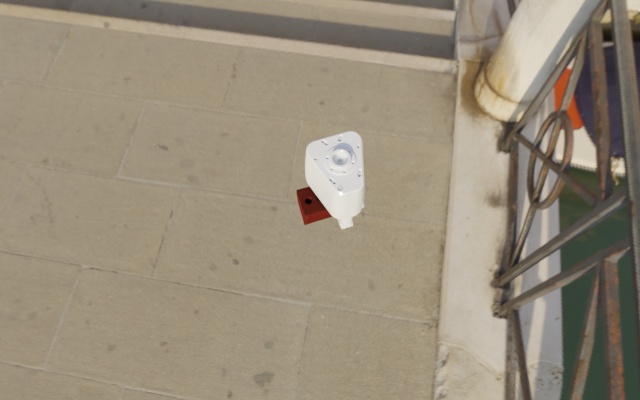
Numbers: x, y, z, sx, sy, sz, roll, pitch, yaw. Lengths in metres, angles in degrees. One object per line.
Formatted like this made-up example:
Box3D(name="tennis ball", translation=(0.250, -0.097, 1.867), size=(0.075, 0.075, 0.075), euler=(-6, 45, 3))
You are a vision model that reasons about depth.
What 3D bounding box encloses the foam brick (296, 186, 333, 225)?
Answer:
Box3D(name="foam brick", translation=(0.000, 0.003, 0.856), size=(0.078, 0.053, 0.051), euler=(-17, -20, -6))
